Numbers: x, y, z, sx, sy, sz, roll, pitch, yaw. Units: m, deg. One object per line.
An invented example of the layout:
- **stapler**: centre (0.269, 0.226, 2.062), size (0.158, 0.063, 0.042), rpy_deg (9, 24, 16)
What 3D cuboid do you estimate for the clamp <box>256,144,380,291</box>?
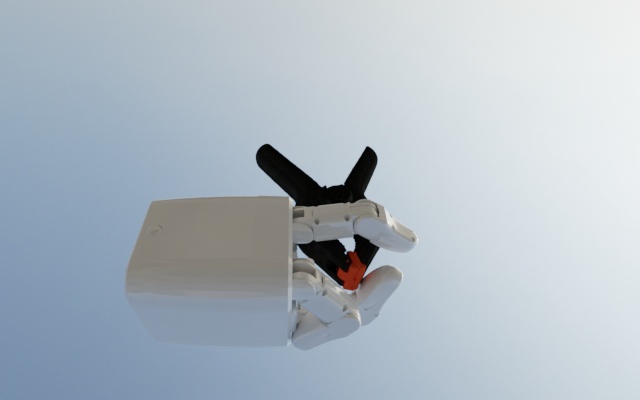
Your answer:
- **clamp**: centre (0.000, 0.002, 0.419), size (0.120, 0.039, 0.171), rpy_deg (1, 39, -4)
